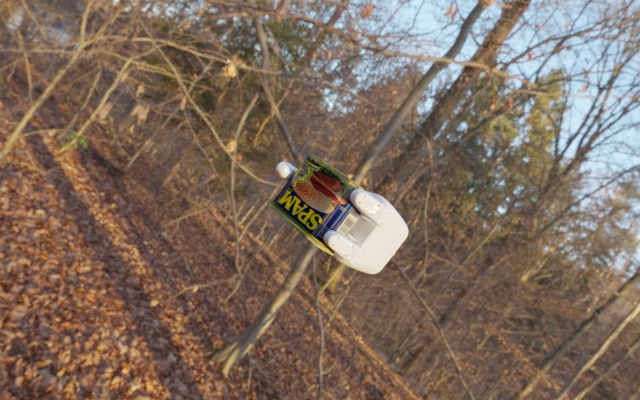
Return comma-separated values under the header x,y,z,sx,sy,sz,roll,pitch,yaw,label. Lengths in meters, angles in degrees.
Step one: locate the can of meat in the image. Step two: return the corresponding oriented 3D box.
x,y,z,sx,sy,sz,roll,pitch,yaw,label
0.000,0.002,0.580,0.102,0.084,0.057,38,1,35,can of meat
